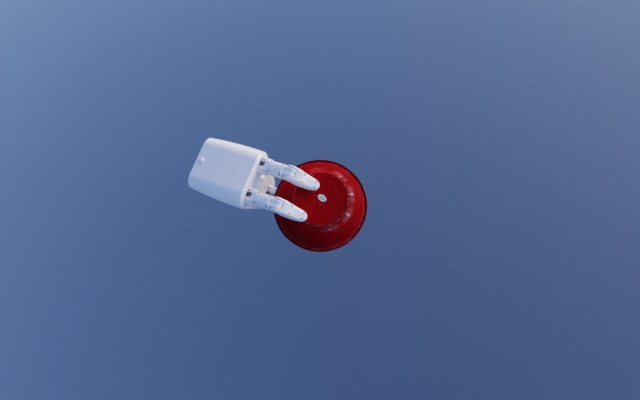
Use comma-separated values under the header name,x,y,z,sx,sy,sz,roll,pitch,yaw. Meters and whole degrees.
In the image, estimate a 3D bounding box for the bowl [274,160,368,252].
name,x,y,z,sx,sy,sz,roll,pitch,yaw
bowl,0.001,0.003,0.792,0.162,0.162,0.055,0,-12,-1
